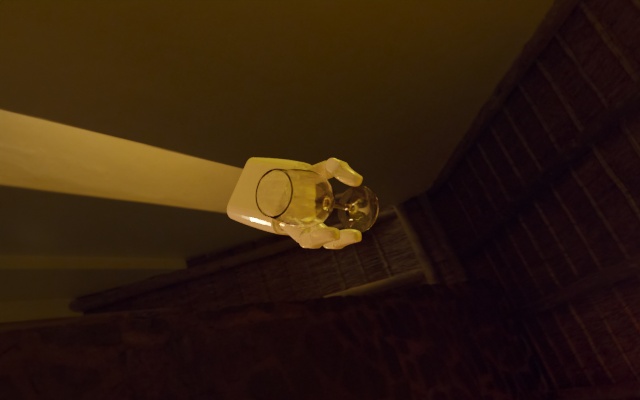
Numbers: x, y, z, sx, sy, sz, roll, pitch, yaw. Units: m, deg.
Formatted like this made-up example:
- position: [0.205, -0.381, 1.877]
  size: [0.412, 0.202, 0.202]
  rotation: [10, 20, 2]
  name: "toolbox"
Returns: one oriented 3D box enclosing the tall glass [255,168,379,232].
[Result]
- position: [0.001, 0.002, 0.668]
  size: [0.079, 0.079, 0.201]
  rotation: [0, -7, 36]
  name: "tall glass"
